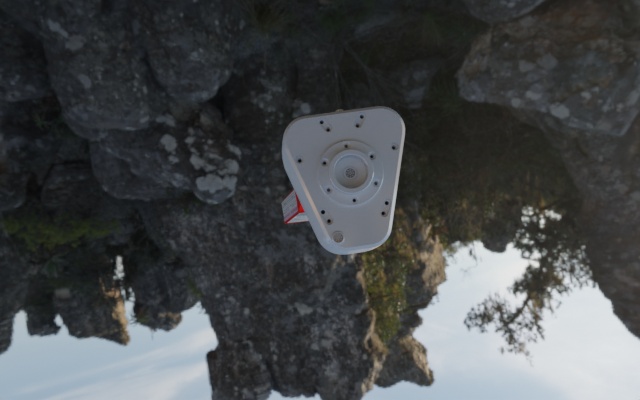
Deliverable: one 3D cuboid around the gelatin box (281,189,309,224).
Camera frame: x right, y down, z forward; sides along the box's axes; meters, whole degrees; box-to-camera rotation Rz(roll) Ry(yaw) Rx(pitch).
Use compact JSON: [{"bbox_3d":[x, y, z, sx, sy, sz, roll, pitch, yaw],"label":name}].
[{"bbox_3d":[0.000,0.002,0.534,0.073,0.030,0.089,-7,-9,-15],"label":"gelatin box"}]
